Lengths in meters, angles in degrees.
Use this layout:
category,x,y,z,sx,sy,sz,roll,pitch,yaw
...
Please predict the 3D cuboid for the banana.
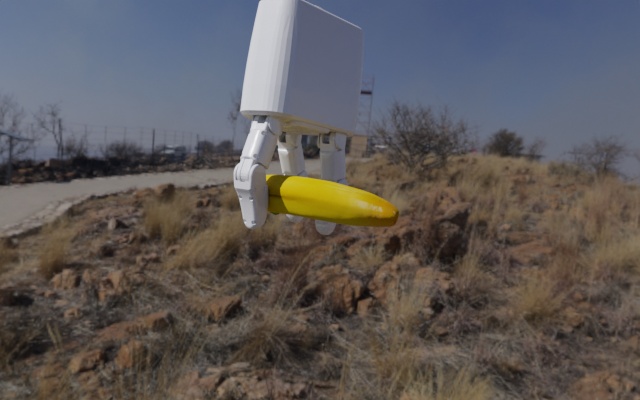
category,x,y,z,sx,sy,sz,roll,pitch,yaw
banana,-0.017,-0.002,0.444,0.069,0.037,0.198,13,-4,-36
